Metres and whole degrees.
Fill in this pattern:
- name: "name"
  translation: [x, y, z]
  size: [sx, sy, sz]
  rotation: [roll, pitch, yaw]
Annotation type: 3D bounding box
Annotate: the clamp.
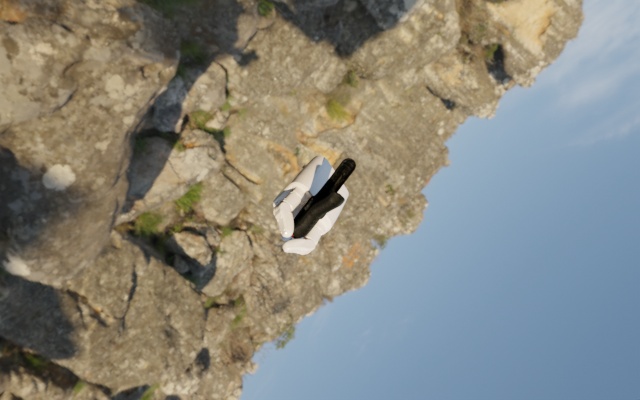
- name: "clamp"
  translation: [0.000, 0.003, 0.796]
  size: [0.171, 0.039, 0.120]
  rotation: [-40, 11, 43]
